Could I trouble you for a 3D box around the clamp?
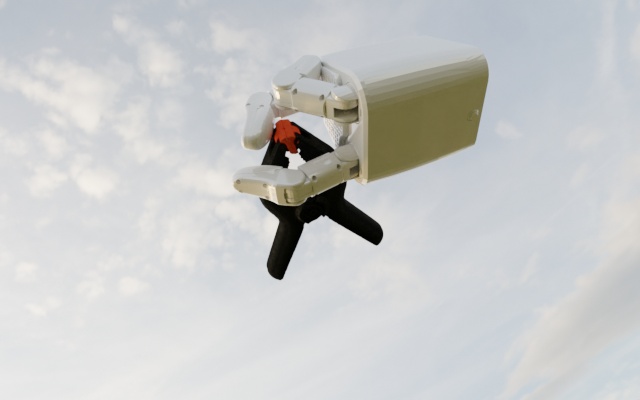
[{"bbox_3d":[0.000,0.001,0.432,0.120,0.172,0.039,-17,46,-13],"label":"clamp"}]
